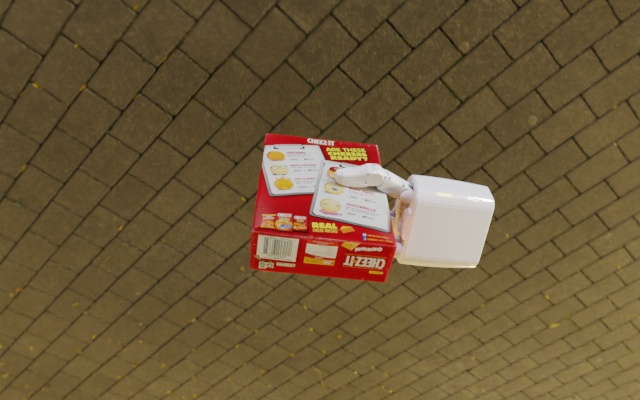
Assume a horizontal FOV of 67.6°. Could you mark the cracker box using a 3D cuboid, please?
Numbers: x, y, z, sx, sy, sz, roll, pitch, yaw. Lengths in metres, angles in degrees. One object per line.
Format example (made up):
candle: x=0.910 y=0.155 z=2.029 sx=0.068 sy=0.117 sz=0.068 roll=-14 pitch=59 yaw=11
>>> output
cracker box: x=0.000 y=0.002 z=0.620 sx=0.164 sy=0.072 sz=0.213 roll=6 pitch=37 yaw=-6
